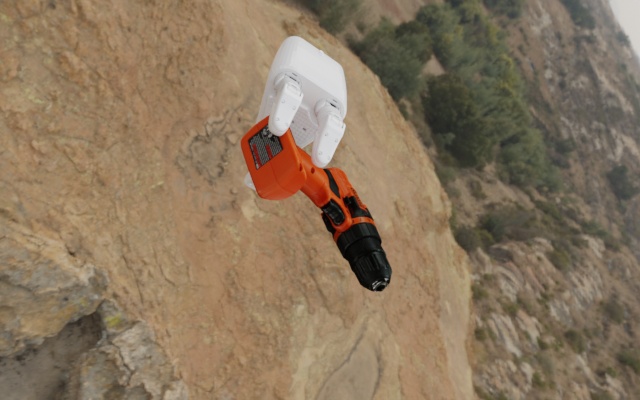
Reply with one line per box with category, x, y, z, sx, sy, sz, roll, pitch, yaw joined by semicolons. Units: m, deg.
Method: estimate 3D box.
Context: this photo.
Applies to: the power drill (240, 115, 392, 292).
power drill;0.000;0.001;0.527;0.057;0.184;0.188;-37;-42;11
